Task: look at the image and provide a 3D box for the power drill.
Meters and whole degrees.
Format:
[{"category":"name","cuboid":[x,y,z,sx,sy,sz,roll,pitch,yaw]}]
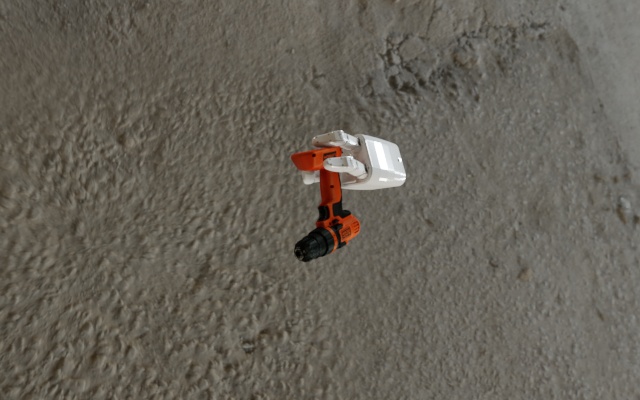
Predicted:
[{"category":"power drill","cuboid":[0.000,0.002,0.854,0.057,0.188,0.184,-3,11,33]}]
